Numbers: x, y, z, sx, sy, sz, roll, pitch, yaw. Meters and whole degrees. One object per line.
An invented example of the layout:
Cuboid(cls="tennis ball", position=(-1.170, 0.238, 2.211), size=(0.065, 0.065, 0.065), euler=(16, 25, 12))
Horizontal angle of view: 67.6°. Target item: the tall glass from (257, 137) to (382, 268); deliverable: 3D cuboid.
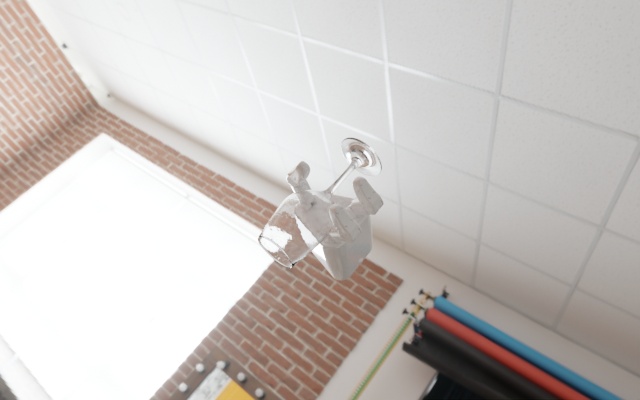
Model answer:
Cuboid(cls="tall glass", position=(0.000, 0.002, 0.676), size=(0.201, 0.079, 0.079), euler=(-48, 24, -24))
